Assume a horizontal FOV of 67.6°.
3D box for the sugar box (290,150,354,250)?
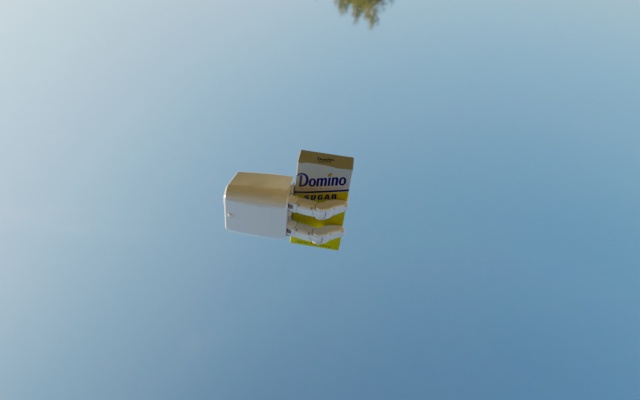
[{"bbox_3d":[0.000,0.003,0.830,0.093,0.176,0.048,8,38,2],"label":"sugar box"}]
